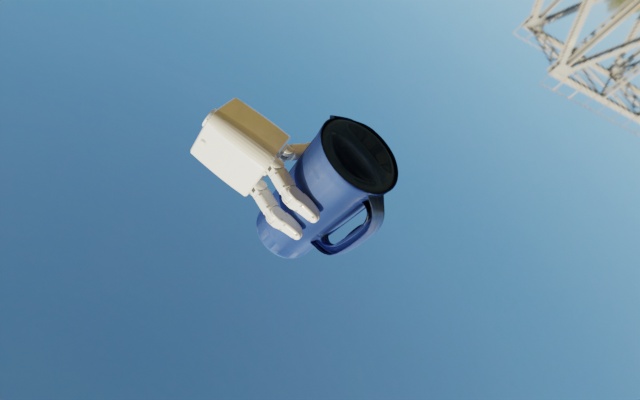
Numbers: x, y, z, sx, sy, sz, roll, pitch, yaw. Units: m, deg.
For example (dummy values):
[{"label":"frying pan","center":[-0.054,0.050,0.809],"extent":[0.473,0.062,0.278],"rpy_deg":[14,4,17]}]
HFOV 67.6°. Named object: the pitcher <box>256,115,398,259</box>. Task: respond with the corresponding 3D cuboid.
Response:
[{"label":"pitcher","center":[0.000,0.002,0.738],"extent":[0.145,0.149,0.243],"rpy_deg":[36,-46,-9]}]
